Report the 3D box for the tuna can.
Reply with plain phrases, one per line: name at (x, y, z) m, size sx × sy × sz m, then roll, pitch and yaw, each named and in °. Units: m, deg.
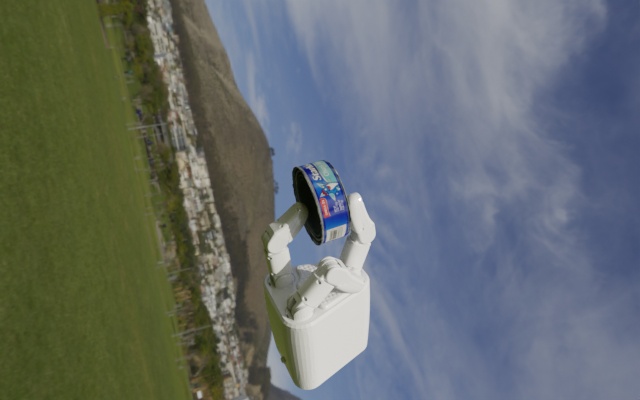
tuna can at (0.001, 0.001, 0.502) m, size 0.034 × 0.086 × 0.086 m, roll -17°, pitch 4°, yaw -15°
